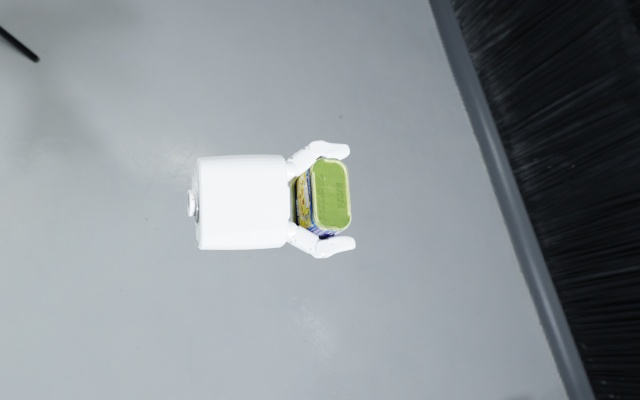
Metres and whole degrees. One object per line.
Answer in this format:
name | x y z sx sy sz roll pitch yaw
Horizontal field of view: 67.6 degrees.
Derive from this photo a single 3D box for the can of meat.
can of meat | 0.000 0.002 0.644 0.057 0.102 0.084 2 -16 -20
